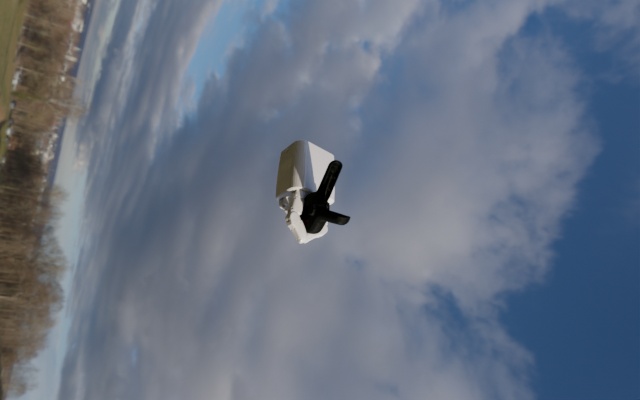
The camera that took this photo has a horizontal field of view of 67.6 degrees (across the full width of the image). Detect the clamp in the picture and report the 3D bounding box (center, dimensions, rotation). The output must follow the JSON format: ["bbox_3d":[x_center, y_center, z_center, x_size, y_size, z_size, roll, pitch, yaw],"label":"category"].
[{"bbox_3d":[0.001,0.003,0.879,0.039,0.120,0.171,14,-23,-28],"label":"clamp"}]
